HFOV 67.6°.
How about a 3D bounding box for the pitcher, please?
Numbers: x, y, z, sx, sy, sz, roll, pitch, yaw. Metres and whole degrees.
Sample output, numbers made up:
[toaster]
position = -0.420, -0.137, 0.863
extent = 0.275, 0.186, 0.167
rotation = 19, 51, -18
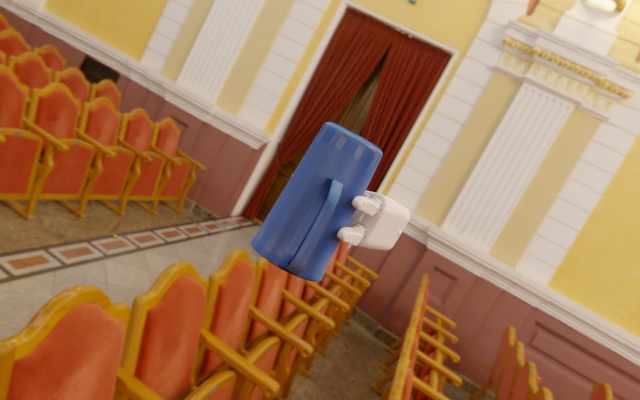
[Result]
[pitcher]
position = 0.000, 0.003, 0.772
extent = 0.149, 0.243, 0.145
rotation = 34, 8, 36
